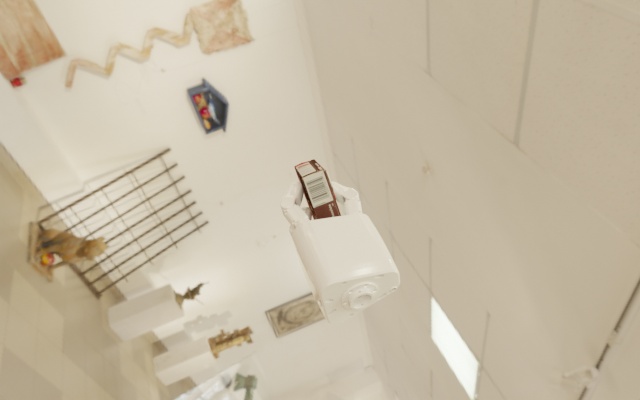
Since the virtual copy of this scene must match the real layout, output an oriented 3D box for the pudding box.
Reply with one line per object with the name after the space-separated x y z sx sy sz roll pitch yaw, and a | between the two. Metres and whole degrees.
0.000 0.002 0.705 0.039 0.113 0.090 -19 17 -6 | pudding box
